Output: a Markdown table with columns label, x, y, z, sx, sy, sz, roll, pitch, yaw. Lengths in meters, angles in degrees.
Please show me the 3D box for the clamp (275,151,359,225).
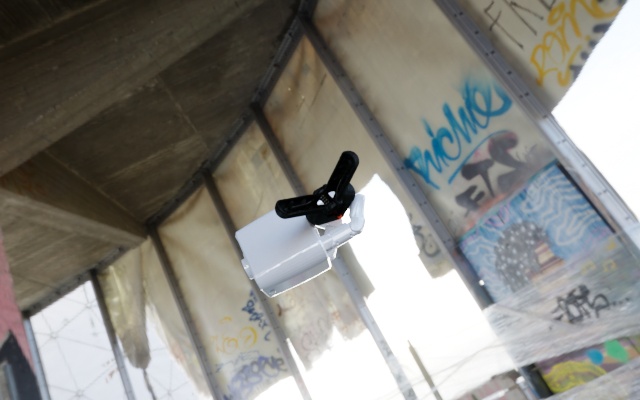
| label | x | y | z | sx | sy | sz | roll | pitch | yaw |
| --- | --- | --- | --- | --- | --- | --- | --- | --- | --- |
| clamp | 0.000 | 0.002 | 0.642 | 0.120 | 0.039 | 0.171 | -28 | -21 | -6 |
